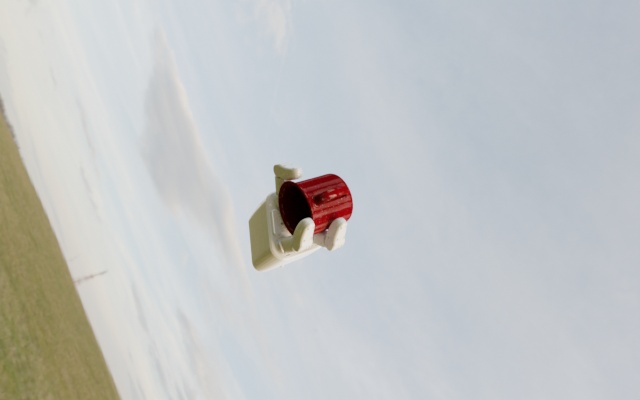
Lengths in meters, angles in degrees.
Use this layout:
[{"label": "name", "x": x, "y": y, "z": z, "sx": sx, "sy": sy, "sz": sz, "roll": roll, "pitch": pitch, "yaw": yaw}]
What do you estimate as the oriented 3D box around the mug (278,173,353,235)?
[{"label": "mug", "x": 0.001, "y": 0.002, "z": 0.711, "sx": 0.081, "sy": 0.093, "sz": 0.117, "roll": -18, "pitch": -10, "yaw": -33}]
